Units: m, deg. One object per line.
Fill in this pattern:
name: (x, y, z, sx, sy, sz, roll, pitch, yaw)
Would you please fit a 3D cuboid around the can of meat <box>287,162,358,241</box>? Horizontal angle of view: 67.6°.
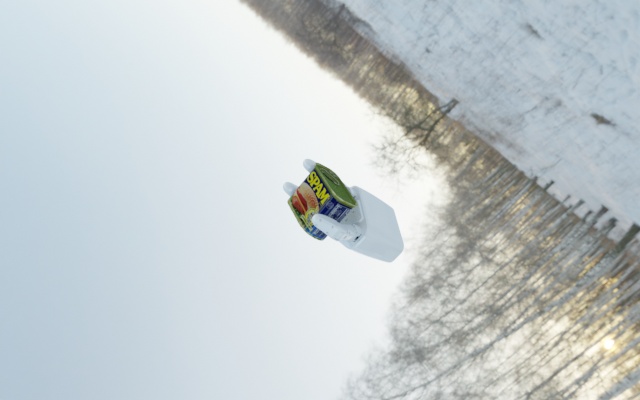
can of meat: (0.000, 0.003, 0.779, 0.057, 0.084, 0.102, 23, 25, -41)
